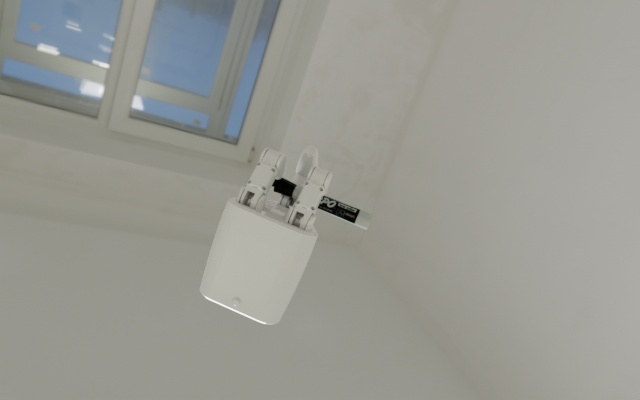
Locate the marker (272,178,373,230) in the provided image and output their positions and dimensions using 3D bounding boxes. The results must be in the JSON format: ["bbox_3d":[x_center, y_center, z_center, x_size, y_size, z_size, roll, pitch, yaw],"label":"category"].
[{"bbox_3d":[0.000,0.002,0.541,0.121,0.020,0.020,22,2,6],"label":"marker"}]
